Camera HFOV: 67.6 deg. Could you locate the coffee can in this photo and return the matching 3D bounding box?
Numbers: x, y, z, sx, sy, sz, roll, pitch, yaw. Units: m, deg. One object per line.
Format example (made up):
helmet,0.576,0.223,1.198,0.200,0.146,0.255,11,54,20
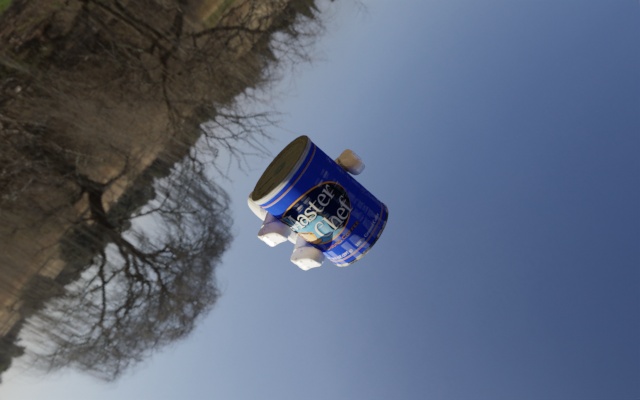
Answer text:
coffee can,0.000,0.002,0.598,0.140,0.102,0.103,39,-16,-20
